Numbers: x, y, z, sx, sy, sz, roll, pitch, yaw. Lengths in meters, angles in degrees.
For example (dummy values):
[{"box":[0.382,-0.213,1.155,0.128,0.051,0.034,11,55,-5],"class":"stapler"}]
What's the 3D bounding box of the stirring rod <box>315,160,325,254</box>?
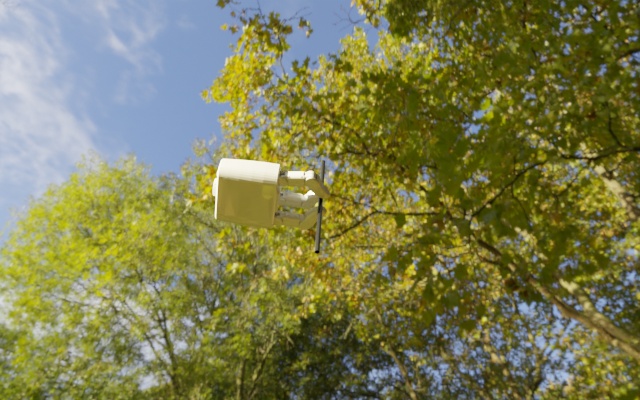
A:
[{"box":[0.000,0.003,0.851,0.011,0.011,0.239,0,41,3],"class":"stirring rod"}]
